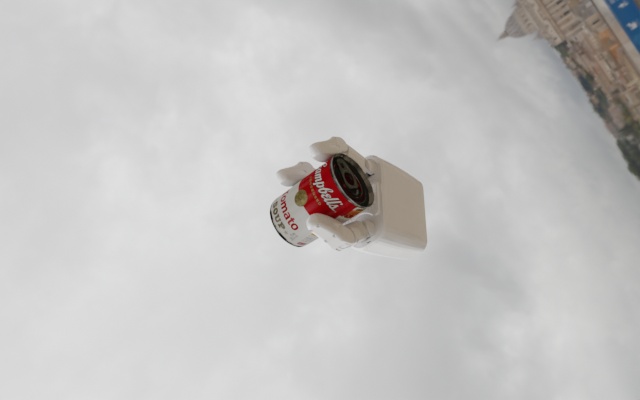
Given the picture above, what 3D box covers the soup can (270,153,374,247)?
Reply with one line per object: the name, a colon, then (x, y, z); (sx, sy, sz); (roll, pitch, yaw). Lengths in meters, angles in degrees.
soup can: (0.000, 0.002, 0.540); (0.102, 0.068, 0.068); (-34, -19, 31)
